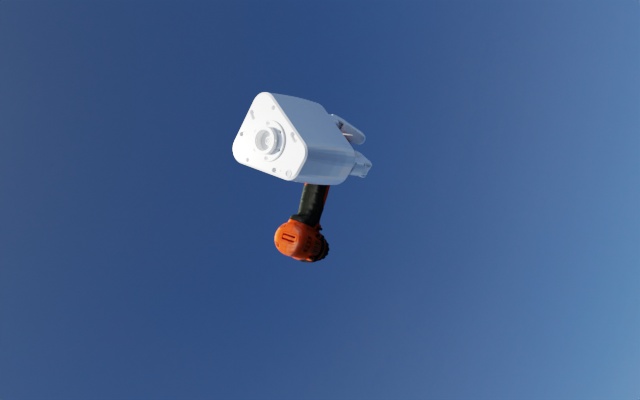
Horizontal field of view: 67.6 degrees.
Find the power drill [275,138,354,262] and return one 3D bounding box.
[{"bbox_3d":[0.000,0.002,0.719,0.057,0.187,0.184,15,-6,14],"label":"power drill"}]
